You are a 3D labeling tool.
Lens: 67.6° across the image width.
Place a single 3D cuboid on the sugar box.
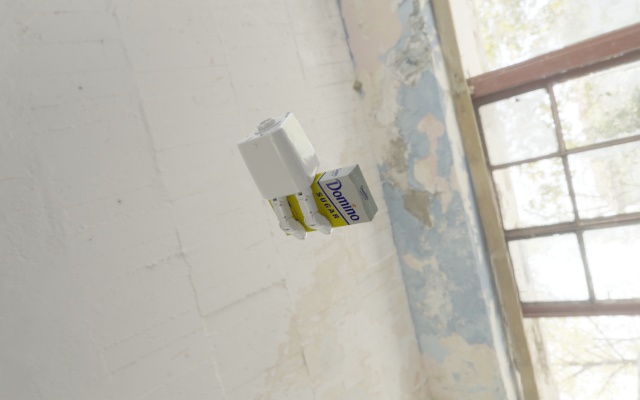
[{"bbox_3d":[0.000,0.003,0.819,0.176,0.093,0.048,-11,26,35],"label":"sugar box"}]
